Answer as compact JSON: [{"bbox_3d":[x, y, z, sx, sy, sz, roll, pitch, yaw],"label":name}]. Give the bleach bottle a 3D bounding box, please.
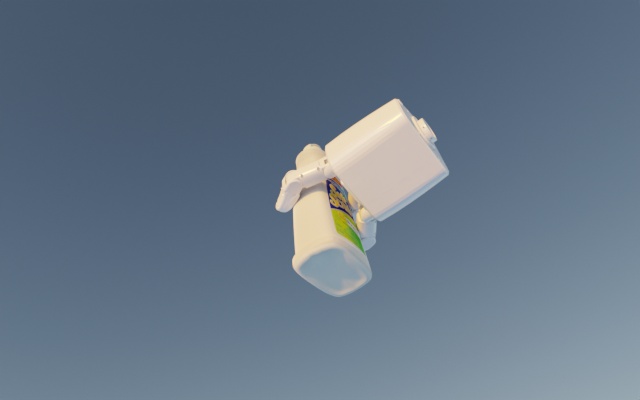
[{"bbox_3d":[0.000,0.002,0.643,0.068,0.250,0.103,-33,-51,18],"label":"bleach bottle"}]
